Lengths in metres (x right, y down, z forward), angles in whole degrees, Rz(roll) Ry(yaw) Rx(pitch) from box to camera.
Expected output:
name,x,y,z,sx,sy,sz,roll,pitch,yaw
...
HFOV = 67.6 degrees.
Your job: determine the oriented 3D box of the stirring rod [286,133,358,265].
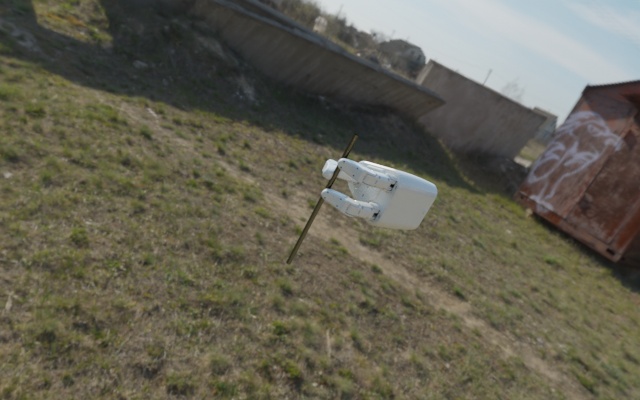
name,x,y,z,sx,sy,sz,roll,pitch,yaw
stirring rod,0.000,0.003,0.752,0.011,0.239,0.011,25,18,-9
